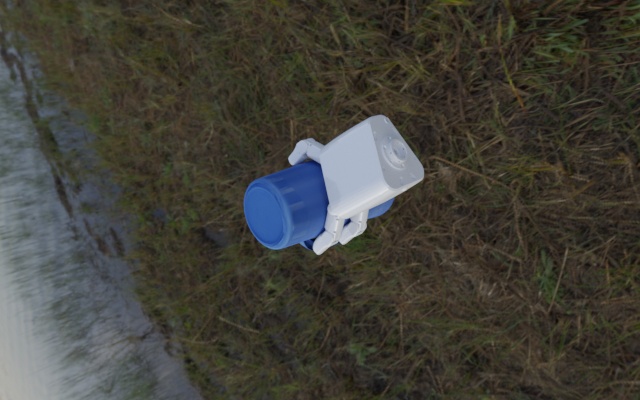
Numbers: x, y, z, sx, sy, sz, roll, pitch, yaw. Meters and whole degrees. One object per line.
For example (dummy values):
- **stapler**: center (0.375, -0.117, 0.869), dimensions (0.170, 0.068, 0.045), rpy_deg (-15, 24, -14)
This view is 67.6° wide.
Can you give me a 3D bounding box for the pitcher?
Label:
- **pitcher**: center (0.000, 0.002, 0.774), dimensions (0.243, 0.149, 0.145), rpy_deg (-20, -6, -43)
